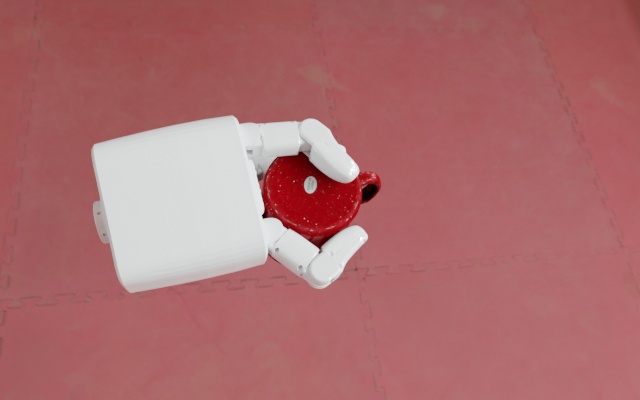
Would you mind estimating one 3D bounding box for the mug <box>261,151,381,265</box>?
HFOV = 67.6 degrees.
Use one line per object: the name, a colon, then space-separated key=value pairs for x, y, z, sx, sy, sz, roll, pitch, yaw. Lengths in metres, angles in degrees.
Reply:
mug: x=0.001 y=0.001 z=0.420 sx=0.117 sy=0.093 sz=0.081 roll=-14 pitch=-20 yaw=-15
